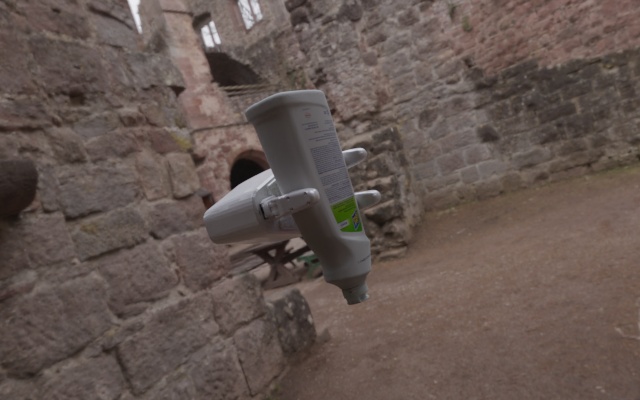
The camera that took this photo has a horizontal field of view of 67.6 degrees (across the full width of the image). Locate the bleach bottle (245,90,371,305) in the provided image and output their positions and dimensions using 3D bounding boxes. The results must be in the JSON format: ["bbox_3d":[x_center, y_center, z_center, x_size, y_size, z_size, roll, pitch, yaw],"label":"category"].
[{"bbox_3d":[0.000,0.002,0.555,0.068,0.251,0.102,-17,3,38],"label":"bleach bottle"}]
